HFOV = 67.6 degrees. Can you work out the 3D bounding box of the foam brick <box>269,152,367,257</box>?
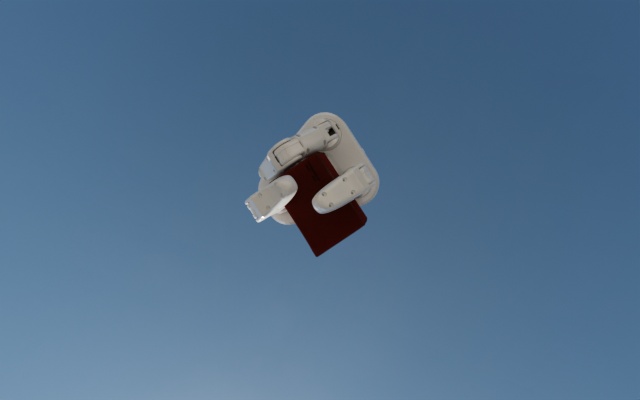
[{"bbox_3d":[0.000,0.002,0.431,0.053,0.078,0.051,-32,-1,9],"label":"foam brick"}]
